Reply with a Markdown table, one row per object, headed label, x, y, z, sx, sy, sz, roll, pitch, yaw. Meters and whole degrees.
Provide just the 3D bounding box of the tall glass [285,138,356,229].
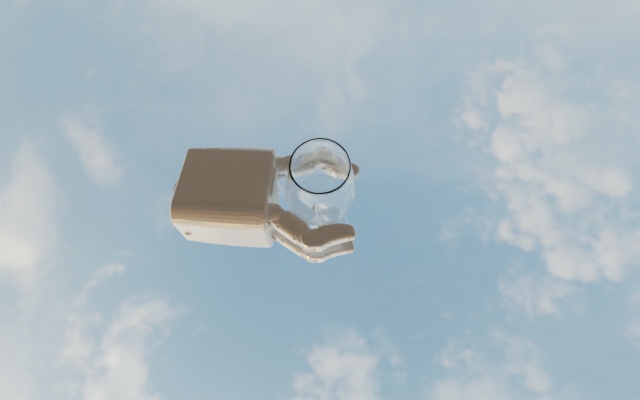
| label | x | y | z | sx | sy | sz | roll | pitch | yaw |
| --- | --- | --- | --- | --- | --- | --- | --- | --- | --- |
| tall glass | 0.000 | 0.002 | 0.560 | 0.079 | 0.079 | 0.201 | 0 | -21 | 0 |
